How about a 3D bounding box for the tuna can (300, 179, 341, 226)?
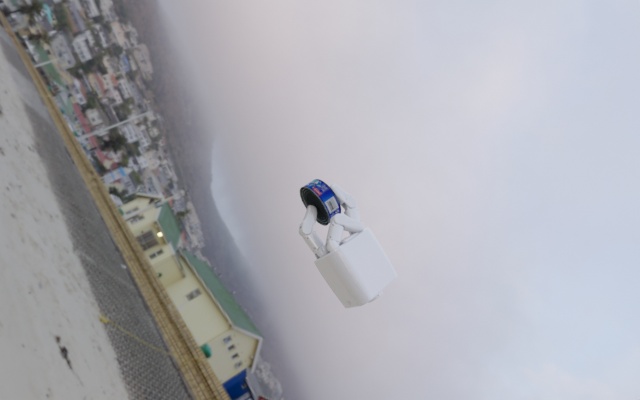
[{"bbox_3d":[0.001,0.003,0.898,0.033,0.086,0.086,-34,14,-22],"label":"tuna can"}]
